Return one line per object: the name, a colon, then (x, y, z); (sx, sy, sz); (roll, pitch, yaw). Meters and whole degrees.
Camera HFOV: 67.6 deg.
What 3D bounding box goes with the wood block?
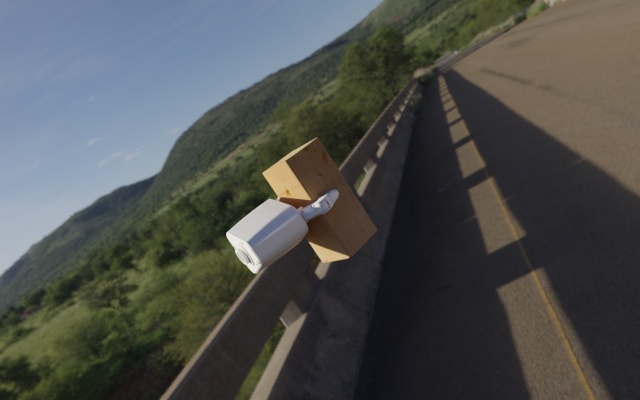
wood block: (0.000, 0.003, 0.881); (0.090, 0.206, 0.091); (-41, 12, -35)
